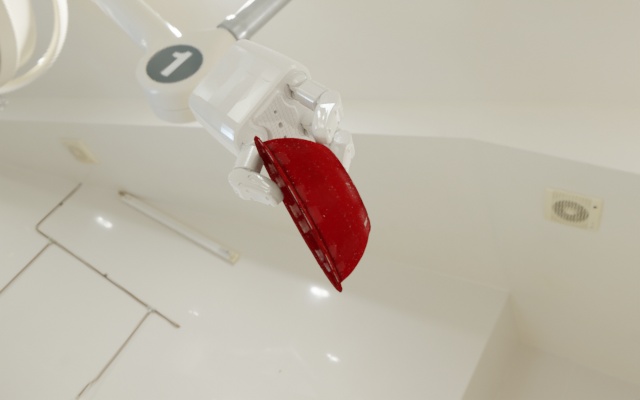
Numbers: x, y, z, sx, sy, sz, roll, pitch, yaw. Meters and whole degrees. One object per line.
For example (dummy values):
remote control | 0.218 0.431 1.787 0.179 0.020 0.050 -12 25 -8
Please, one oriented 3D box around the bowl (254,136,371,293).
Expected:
bowl | 0.001 0.002 0.441 0.055 0.162 0.162 -29 4 -7
